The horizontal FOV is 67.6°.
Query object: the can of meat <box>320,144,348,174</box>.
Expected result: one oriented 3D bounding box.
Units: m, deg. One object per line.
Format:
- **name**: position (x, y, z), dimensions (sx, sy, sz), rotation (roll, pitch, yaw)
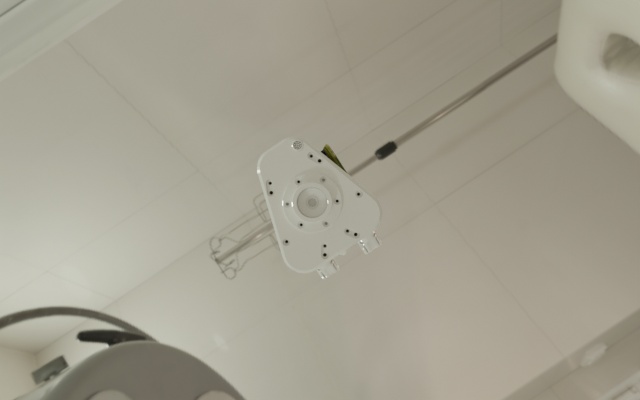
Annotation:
- **can of meat**: position (0.000, 0.002, 0.544), dimensions (0.084, 0.102, 0.057), rotation (-34, 3, 0)
